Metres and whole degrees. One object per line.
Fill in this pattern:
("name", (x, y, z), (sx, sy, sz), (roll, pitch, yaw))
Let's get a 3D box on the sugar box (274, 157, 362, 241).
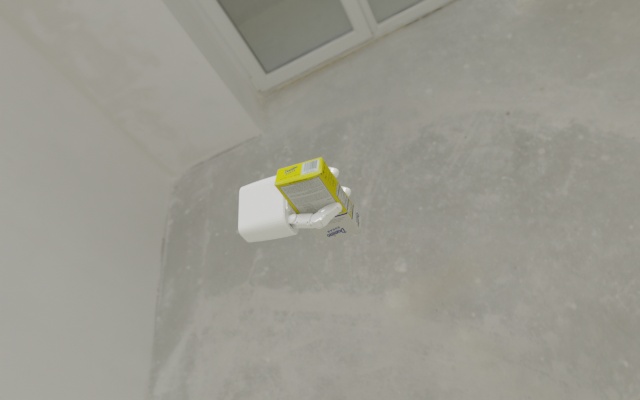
("sugar box", (0.000, 0.002, 0.883), (0.093, 0.048, 0.176), (-13, -42, 24))
